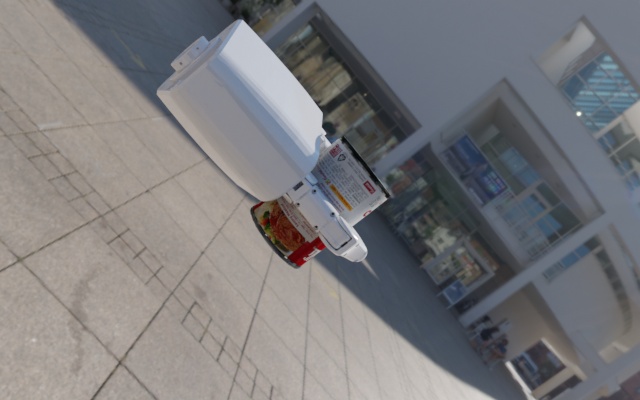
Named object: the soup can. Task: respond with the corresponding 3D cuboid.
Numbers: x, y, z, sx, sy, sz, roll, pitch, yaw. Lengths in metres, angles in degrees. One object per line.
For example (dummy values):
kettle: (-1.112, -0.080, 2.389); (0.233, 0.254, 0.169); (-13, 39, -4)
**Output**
soup can: (0.001, 0.002, 0.411); (0.102, 0.068, 0.068); (-38, -5, 6)
